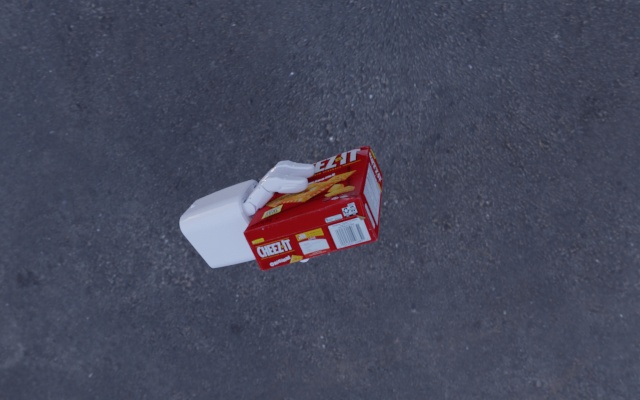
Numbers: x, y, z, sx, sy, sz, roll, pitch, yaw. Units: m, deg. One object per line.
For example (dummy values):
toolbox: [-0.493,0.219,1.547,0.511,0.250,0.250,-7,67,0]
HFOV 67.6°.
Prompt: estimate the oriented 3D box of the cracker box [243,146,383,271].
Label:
cracker box: [0.000,0.002,0.691,0.164,0.072,0.213,-17,20,16]
